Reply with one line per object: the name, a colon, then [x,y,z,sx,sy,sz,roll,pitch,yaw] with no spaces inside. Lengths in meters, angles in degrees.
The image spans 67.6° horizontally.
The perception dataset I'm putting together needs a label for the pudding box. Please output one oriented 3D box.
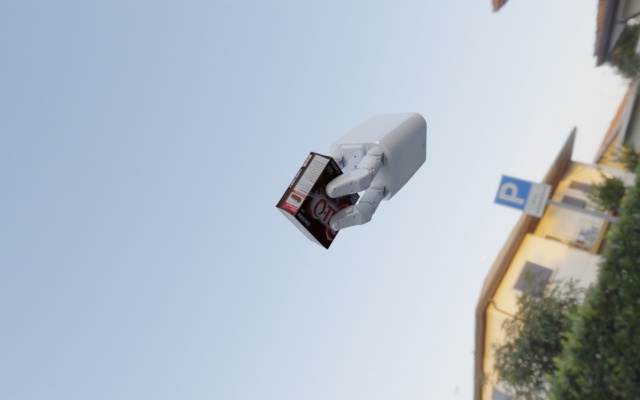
pudding box: [0.000,0.002,0.628,0.039,0.090,0.113,22,-15,35]
